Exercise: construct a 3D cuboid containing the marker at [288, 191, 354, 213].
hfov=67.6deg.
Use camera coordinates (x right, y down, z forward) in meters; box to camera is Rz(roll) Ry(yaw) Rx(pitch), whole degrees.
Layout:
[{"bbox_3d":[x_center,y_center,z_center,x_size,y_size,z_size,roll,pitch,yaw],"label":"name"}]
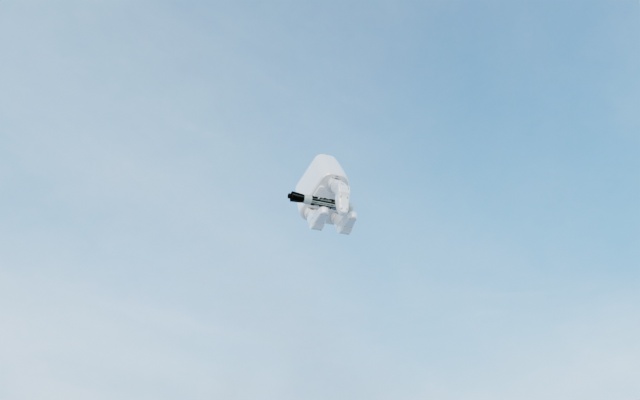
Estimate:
[{"bbox_3d":[0.000,0.003,0.850,0.121,0.020,0.020,11,-3,-16],"label":"marker"}]
